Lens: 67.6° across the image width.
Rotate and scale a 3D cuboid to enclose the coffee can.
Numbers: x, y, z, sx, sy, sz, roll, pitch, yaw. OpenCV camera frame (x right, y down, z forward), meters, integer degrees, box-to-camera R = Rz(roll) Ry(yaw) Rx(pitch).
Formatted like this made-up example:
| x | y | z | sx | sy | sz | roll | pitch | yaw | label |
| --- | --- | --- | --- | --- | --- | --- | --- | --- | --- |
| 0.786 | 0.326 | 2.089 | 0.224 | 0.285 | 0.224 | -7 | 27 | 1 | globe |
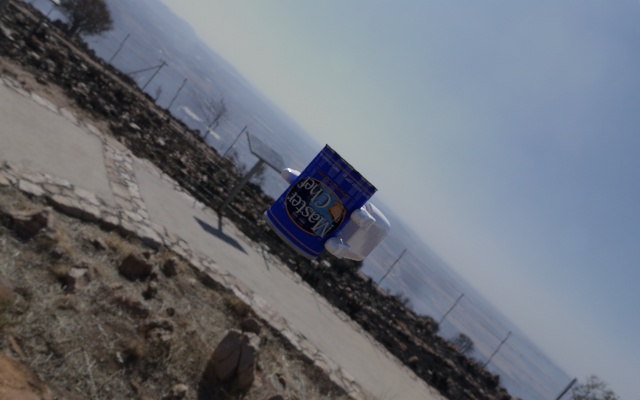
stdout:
| x | y | z | sx | sy | sz | roll | pitch | yaw | label |
| --- | --- | --- | --- | --- | --- | --- | --- | --- | --- |
| 0.000 | 0.002 | 0.702 | 0.103 | 0.140 | 0.103 | 42 | 5 | -5 | coffee can |
